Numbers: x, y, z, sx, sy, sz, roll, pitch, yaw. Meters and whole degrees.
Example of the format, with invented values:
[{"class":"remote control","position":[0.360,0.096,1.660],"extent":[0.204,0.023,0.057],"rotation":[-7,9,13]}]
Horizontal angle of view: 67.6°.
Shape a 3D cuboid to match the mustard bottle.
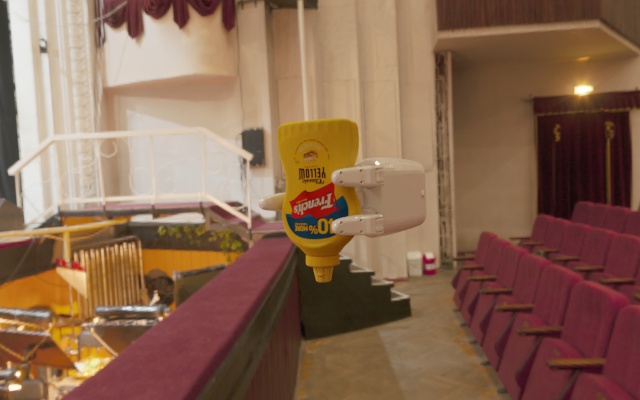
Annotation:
[{"class":"mustard bottle","position":[0.000,0.002,0.572],"extent":[0.096,0.191,0.058],"rotation":[-2,3,20]}]
